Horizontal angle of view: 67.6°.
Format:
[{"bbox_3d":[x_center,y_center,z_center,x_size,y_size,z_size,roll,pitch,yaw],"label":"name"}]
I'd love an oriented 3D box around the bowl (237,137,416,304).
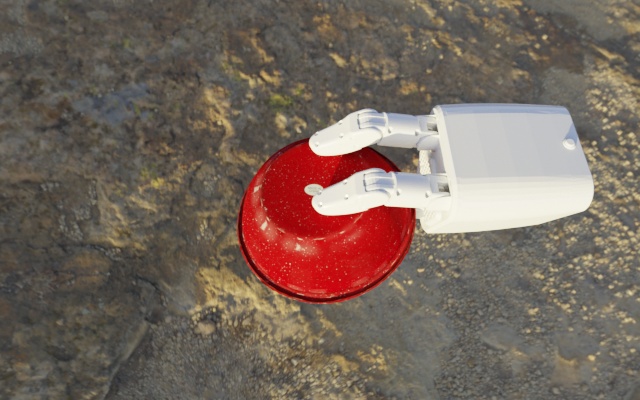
[{"bbox_3d":[-0.001,0.002,0.405,0.162,0.162,0.055,0,-27,10],"label":"bowl"}]
